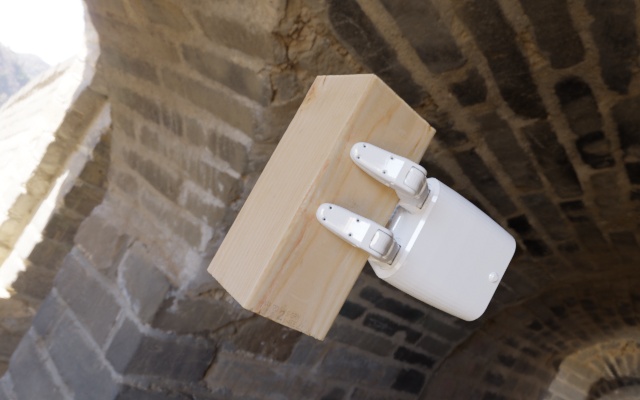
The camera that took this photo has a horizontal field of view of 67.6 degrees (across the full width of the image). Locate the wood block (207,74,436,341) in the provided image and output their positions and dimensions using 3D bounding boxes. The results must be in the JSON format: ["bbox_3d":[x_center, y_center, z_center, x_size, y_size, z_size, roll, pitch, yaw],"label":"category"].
[{"bbox_3d":[0.000,0.001,0.424,0.090,0.206,0.091,32,-6,-33],"label":"wood block"}]
